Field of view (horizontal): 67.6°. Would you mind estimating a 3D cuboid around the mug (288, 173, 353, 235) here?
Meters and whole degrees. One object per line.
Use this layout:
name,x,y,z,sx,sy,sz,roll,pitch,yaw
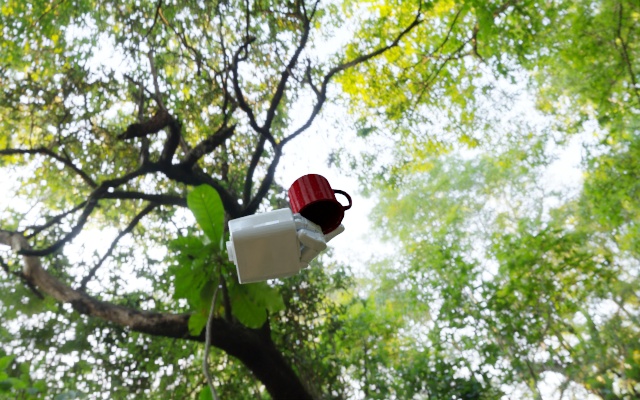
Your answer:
mug,0.001,0.002,0.861,0.117,0.093,0.081,-10,44,-12
